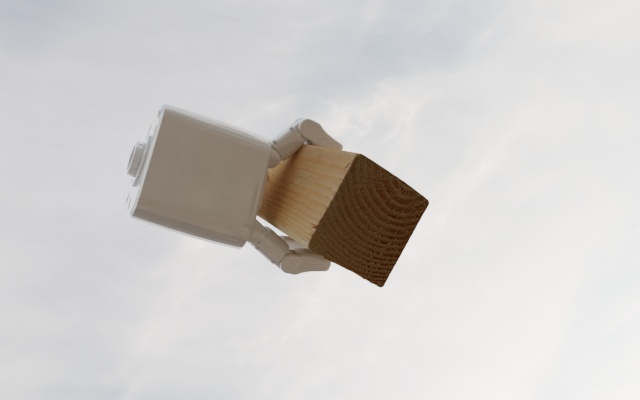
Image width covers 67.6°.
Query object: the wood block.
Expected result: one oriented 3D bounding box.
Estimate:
[{"bbox_3d":[0.000,0.001,0.490,0.090,0.091,0.206,31,-4,-27],"label":"wood block"}]
